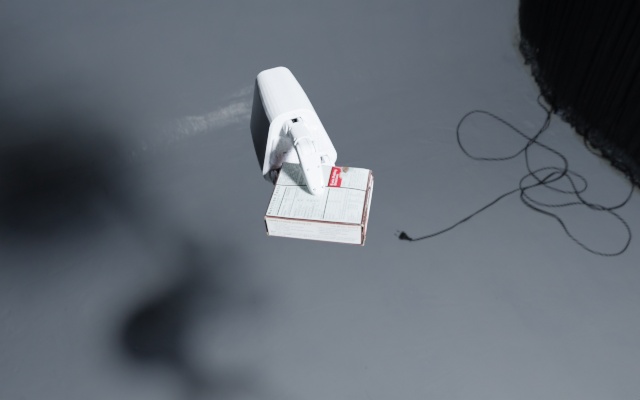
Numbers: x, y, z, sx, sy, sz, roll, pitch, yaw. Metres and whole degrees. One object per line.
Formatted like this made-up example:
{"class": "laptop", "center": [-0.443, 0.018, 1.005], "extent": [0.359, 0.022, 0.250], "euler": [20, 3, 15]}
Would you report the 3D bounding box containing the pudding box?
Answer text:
{"class": "pudding box", "center": [0.000, 0.002, 0.550], "extent": [0.113, 0.090, 0.039], "euler": [4, -41, 11]}
